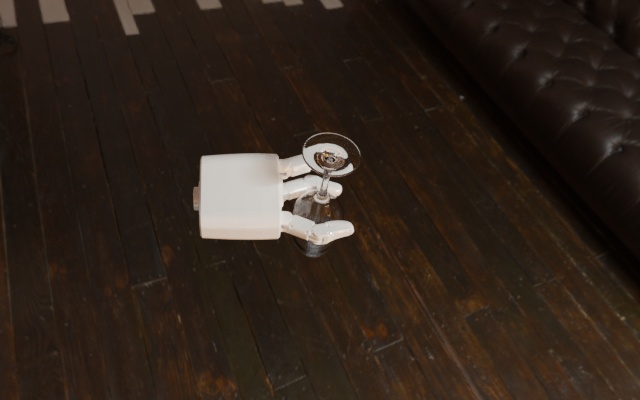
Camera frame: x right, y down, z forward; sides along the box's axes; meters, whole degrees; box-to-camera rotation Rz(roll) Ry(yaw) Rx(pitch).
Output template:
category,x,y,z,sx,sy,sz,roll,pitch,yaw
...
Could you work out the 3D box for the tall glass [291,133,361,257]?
category,x,y,z,sx,sy,sz,roll,pitch,yaw
tall glass,0.000,0.002,0.672,0.079,0.079,0.201,0,-38,-9
